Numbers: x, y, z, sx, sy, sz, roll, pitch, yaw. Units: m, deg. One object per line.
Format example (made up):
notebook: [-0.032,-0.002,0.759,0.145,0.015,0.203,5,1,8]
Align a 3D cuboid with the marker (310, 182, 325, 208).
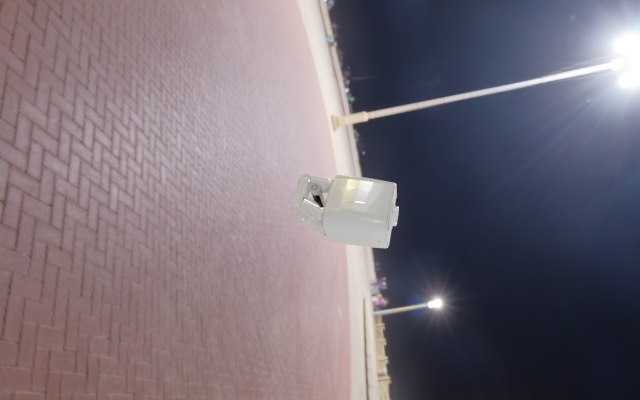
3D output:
marker: [0.000,0.003,0.868,0.020,0.020,0.121,0,-26,11]
